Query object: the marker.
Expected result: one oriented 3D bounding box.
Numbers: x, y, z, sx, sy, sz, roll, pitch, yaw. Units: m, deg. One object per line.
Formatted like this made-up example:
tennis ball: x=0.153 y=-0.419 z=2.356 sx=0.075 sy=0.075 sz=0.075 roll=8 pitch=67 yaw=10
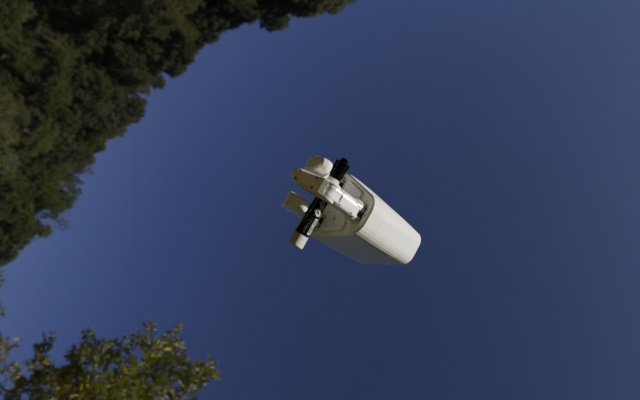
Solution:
marker: x=0.000 y=0.002 z=0.574 sx=0.020 sy=0.121 sz=0.020 roll=30 pitch=-7 yaw=4
